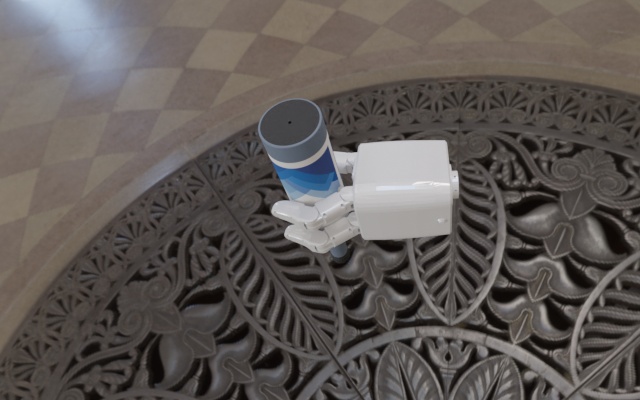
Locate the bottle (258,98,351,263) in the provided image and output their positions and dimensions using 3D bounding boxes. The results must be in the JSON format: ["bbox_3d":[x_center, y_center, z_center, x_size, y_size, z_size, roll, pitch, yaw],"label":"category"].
[{"bbox_3d":[0.000,0.002,0.596,0.069,0.069,0.296,0,-33,15],"label":"bottle"}]
